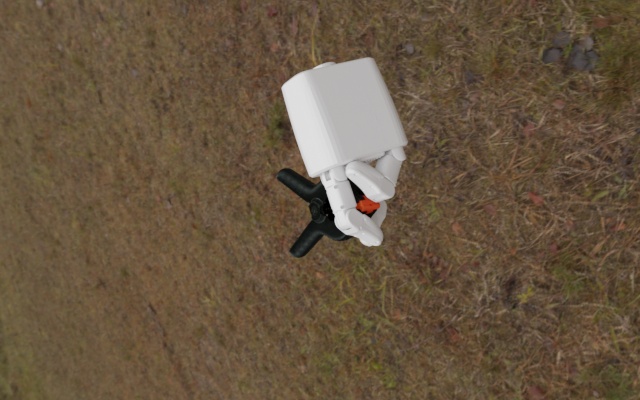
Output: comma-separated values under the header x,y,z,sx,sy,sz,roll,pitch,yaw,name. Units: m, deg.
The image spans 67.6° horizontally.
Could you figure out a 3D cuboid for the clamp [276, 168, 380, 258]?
x,y,z,sx,sy,sz,roll,pitch,yaw,name
0.000,0.002,0.589,0.039,0.120,0.171,-19,-2,-41,clamp
